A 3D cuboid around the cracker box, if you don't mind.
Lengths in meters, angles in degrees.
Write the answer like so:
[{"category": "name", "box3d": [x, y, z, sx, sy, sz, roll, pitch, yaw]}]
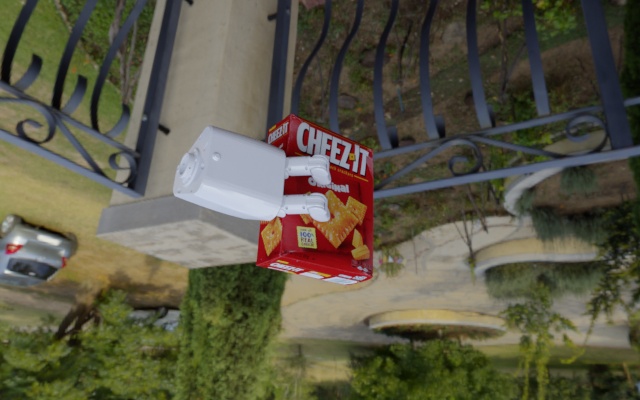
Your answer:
[{"category": "cracker box", "box3d": [0.000, 0.002, 0.696, 0.164, 0.213, 0.072, 19, -27, -34]}]
